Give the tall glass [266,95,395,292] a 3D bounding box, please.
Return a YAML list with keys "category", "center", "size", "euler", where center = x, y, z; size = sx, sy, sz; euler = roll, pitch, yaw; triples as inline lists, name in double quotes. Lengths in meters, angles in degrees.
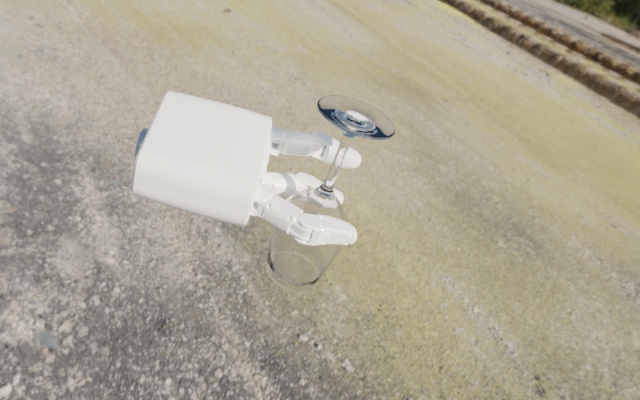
- category: "tall glass"
  center: [0.000, 0.001, 0.478]
  size: [0.079, 0.201, 0.079]
  euler: [15, 34, -10]
